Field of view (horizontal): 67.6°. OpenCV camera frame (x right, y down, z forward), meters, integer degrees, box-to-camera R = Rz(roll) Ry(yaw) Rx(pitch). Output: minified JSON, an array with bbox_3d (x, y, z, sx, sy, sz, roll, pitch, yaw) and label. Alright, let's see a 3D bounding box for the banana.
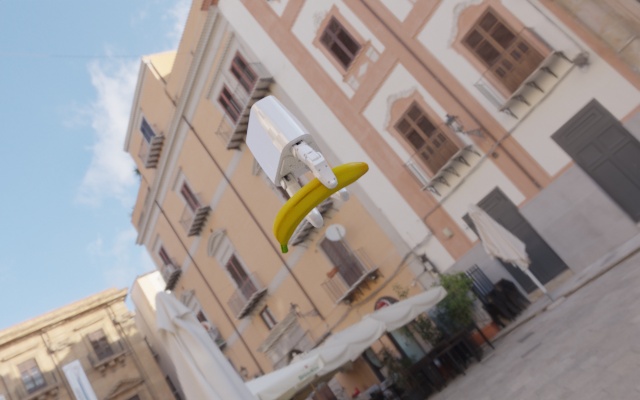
[{"bbox_3d":[-0.010,-0.001,0.743,0.037,0.198,0.070,50,7,30],"label":"banana"}]
